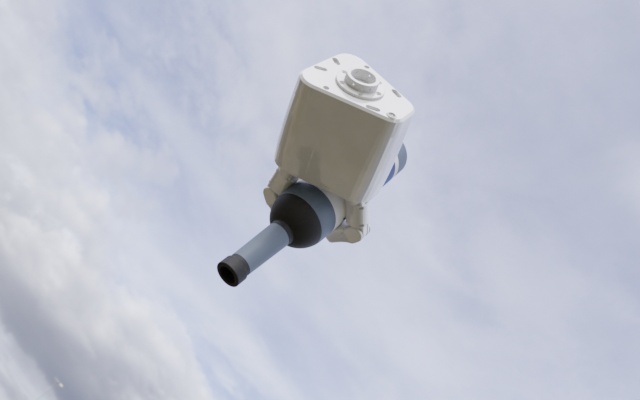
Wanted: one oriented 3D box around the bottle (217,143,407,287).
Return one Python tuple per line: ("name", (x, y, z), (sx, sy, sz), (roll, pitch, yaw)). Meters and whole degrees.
("bottle", (0.000, 0.002, 0.536), (0.069, 0.069, 0.295), (0, 27, 41))
